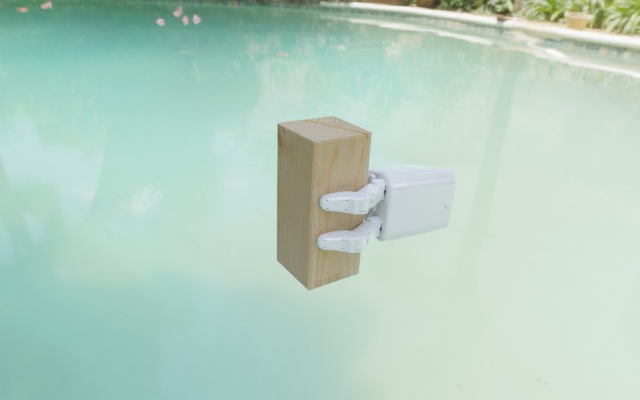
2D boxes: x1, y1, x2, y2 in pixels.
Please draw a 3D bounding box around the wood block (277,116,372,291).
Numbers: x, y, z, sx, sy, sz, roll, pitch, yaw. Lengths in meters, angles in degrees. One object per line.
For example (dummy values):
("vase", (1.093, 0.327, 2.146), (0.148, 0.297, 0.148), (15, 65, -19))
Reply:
("wood block", (0.000, 0.002, 0.641), (0.090, 0.206, 0.090), (-13, 29, -31))
